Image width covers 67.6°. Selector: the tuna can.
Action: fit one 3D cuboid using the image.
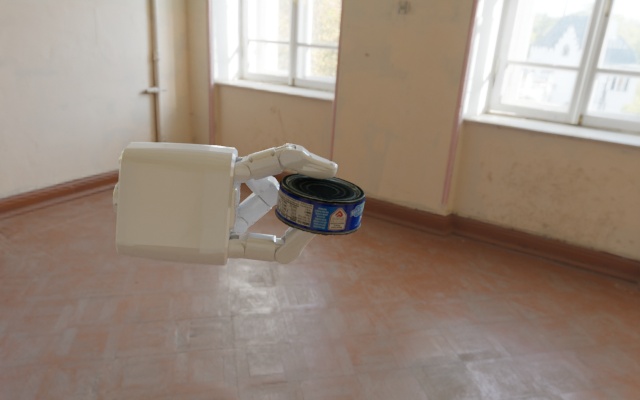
[{"bbox_3d":[0.000,0.001,0.467,0.086,0.034,0.086,9,19,-3],"label":"tuna can"}]
